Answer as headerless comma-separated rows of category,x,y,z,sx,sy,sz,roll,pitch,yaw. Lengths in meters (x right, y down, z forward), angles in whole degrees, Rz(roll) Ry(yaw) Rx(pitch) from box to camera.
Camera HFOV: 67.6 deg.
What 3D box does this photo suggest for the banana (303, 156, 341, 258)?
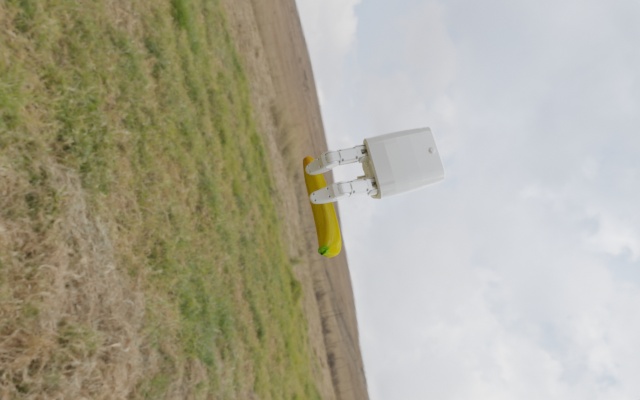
banana,0.004,0.017,0.751,0.037,0.197,0.070,-14,-40,1
